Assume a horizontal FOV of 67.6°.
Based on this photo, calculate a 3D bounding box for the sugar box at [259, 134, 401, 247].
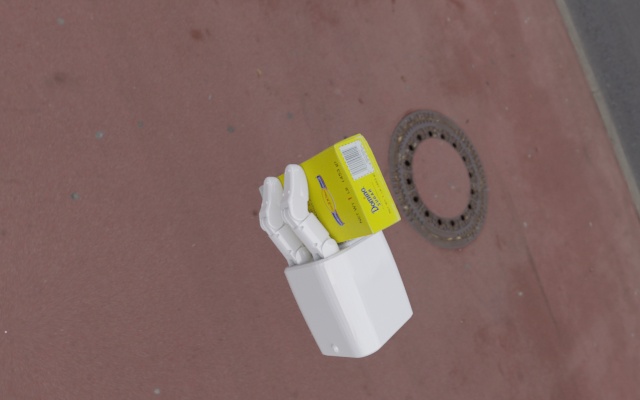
[{"bbox_3d":[0.000,0.002,0.518,0.048,0.093,0.176,-24,0,-36],"label":"sugar box"}]
